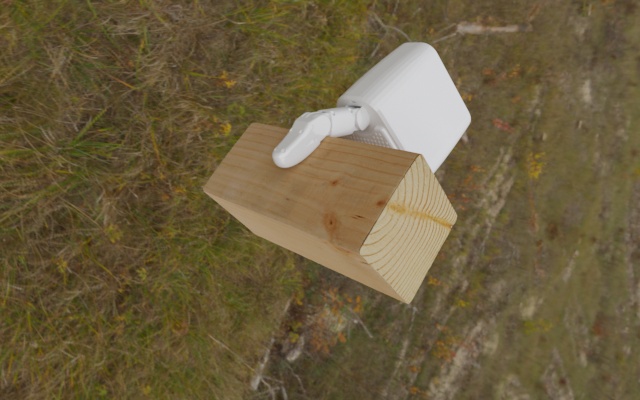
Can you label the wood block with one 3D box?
[{"bbox_3d":[0.000,0.001,0.431,0.206,0.090,0.091,18,-22,44],"label":"wood block"}]
